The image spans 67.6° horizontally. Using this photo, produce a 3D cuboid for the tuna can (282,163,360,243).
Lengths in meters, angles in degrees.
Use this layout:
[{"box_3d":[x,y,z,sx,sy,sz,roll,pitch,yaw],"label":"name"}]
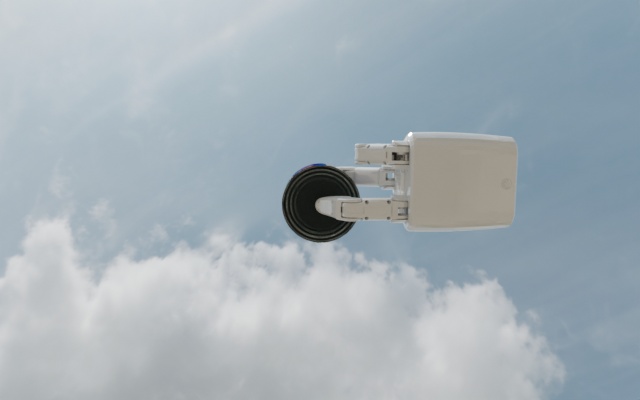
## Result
[{"box_3d":[0.000,0.002,0.533,0.086,0.086,0.033,0,10,-3],"label":"tuna can"}]
